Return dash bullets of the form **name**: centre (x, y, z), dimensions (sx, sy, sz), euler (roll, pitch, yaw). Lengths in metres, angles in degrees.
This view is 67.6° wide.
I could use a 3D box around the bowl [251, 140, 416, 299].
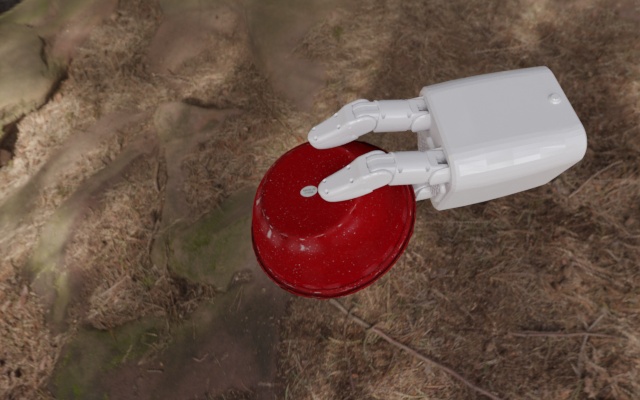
- **bowl**: centre (-0.001, 0.002, 0.423), dimensions (0.162, 0.162, 0.055), euler (0, -25, 22)
